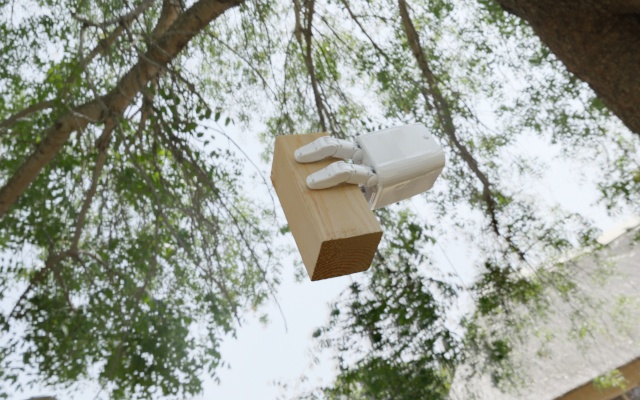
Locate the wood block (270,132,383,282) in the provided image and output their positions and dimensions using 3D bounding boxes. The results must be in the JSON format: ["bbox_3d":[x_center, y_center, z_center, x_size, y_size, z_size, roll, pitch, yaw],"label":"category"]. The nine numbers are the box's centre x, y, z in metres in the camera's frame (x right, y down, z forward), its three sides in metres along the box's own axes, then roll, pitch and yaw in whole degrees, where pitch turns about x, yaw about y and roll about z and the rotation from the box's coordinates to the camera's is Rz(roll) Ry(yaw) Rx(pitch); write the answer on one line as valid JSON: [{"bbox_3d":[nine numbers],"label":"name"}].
[{"bbox_3d":[0.000,0.002,0.691,0.090,0.206,0.091,-8,-42,-20],"label":"wood block"}]
